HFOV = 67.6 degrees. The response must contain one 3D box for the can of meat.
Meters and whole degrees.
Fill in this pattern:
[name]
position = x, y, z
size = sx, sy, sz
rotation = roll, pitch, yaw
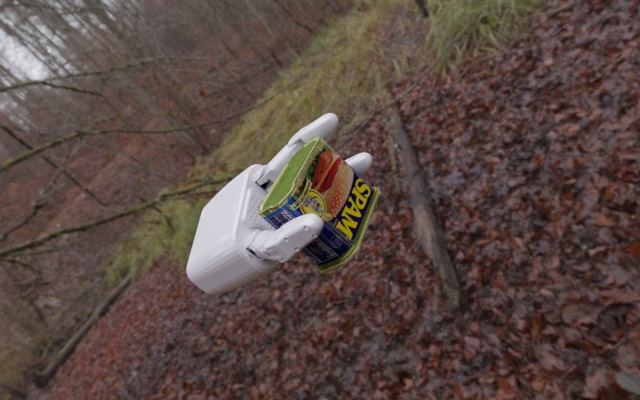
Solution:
[can of meat]
position = 0.000, 0.001, 0.450
size = 0.084, 0.102, 0.057
rotation = 42, -43, -18
